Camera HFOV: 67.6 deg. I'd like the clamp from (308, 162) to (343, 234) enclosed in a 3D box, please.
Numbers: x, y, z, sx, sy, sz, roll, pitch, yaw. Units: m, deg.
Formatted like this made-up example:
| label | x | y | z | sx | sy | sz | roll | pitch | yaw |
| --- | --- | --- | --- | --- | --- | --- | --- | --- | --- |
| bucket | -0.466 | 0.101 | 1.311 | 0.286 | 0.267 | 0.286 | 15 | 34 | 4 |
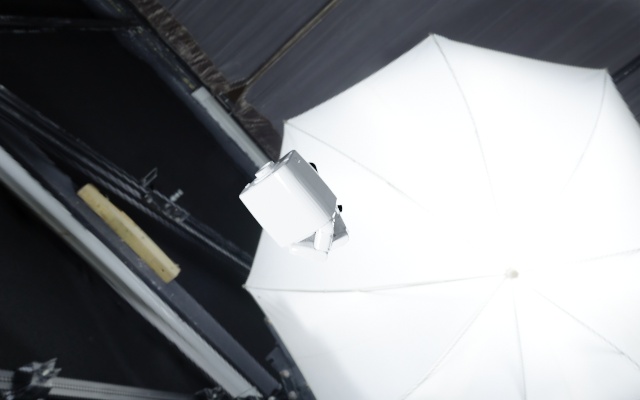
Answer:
| label | x | y | z | sx | sy | sz | roll | pitch | yaw |
| --- | --- | --- | --- | --- | --- | --- | --- | --- | --- |
| clamp | 0.000 | 0.003 | 0.833 | 0.039 | 0.120 | 0.171 | -34 | 15 | 14 |
